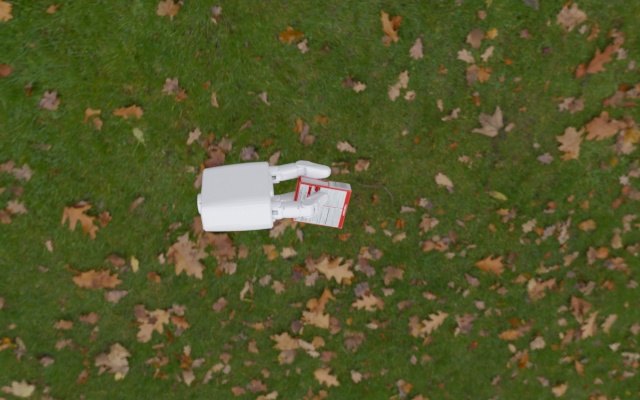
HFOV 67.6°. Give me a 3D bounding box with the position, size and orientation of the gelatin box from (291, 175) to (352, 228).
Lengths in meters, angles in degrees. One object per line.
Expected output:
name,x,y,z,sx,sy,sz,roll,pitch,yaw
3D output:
gelatin box,0.000,0.003,0.792,0.089,0.073,0.030,9,27,-7
